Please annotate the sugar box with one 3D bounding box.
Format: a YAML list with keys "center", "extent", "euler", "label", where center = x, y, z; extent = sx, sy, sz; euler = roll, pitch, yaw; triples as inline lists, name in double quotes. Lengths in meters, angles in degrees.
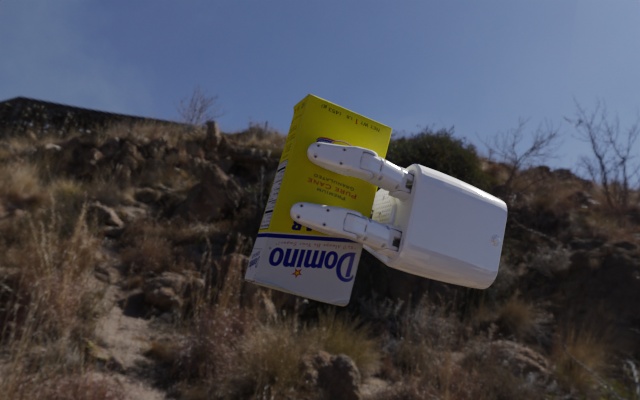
- center: [0.000, 0.001, 0.444]
  extent: [0.093, 0.176, 0.048]
  euler: [18, -14, -18]
  label: "sugar box"
